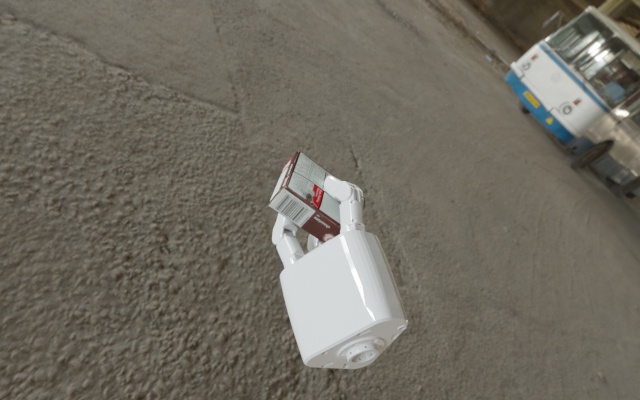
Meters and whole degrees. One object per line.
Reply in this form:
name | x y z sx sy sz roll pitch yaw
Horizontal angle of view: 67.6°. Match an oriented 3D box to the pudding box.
pudding box | 0.000 0.002 0.581 0.113 0.039 0.090 37 31 -15
